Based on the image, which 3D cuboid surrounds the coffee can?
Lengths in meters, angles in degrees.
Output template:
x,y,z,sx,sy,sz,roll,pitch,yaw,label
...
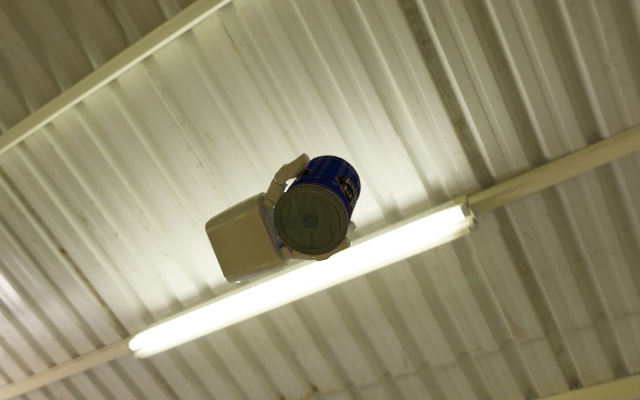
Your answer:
x,y,z,sx,sy,sz,roll,pitch,yaw,label
0.000,0.002,0.696,0.103,0.103,0.140,0,22,13,coffee can
